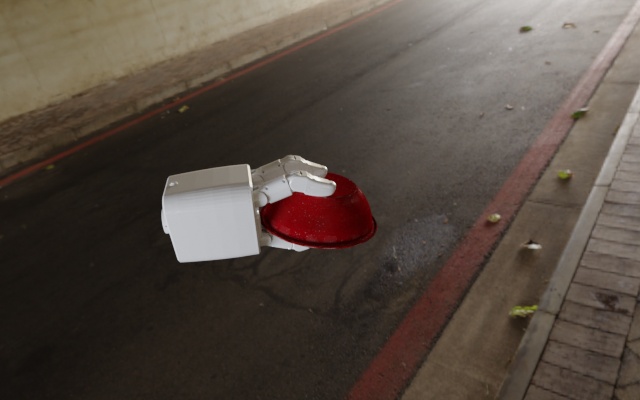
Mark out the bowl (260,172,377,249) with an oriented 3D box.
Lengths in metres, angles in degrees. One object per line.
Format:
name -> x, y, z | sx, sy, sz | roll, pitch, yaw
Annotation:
bowl -> 0.001, 0.002, 0.641 | 0.162, 0.055, 0.162 | 6, 24, -3
